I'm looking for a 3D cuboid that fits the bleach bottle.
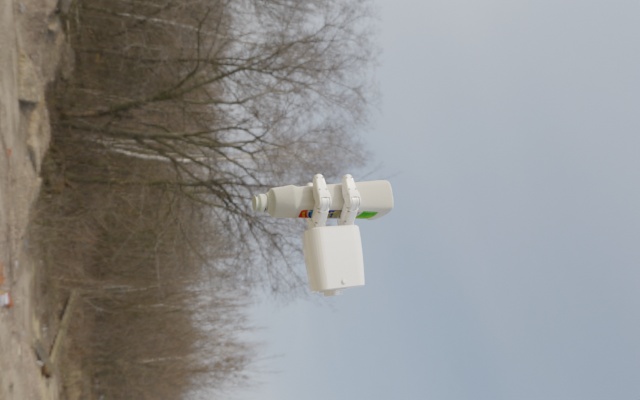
[{"bbox_3d":[0.000,0.003,0.859,0.251,0.068,0.102,-2,-13,-23],"label":"bleach bottle"}]
